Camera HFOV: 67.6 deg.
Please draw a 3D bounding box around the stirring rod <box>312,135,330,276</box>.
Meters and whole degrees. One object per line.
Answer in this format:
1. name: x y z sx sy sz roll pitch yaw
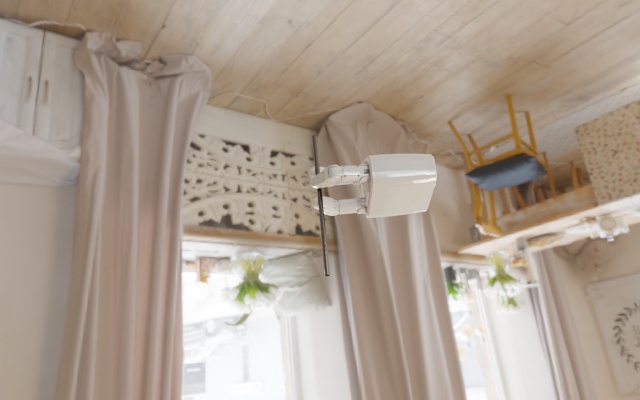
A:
1. stirring rod: 0.000 0.002 0.768 0.011 0.239 0.011 -5 -21 -2
